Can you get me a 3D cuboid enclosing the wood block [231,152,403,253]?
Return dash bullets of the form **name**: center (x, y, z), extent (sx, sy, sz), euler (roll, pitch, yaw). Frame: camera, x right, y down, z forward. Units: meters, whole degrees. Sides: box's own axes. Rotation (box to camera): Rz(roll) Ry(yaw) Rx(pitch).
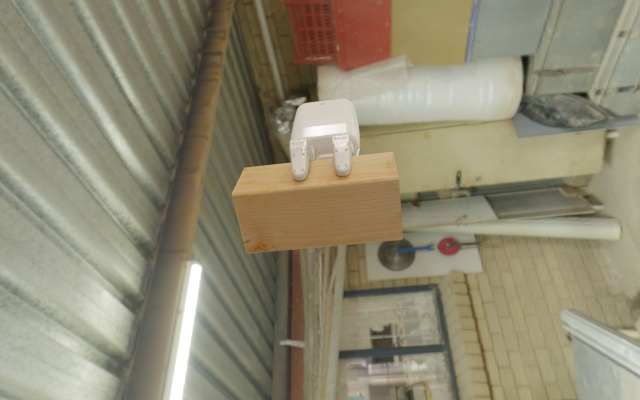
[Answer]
- **wood block**: center (0.000, 0.002, 0.636), extent (0.206, 0.091, 0.090), euler (-6, 28, 6)
